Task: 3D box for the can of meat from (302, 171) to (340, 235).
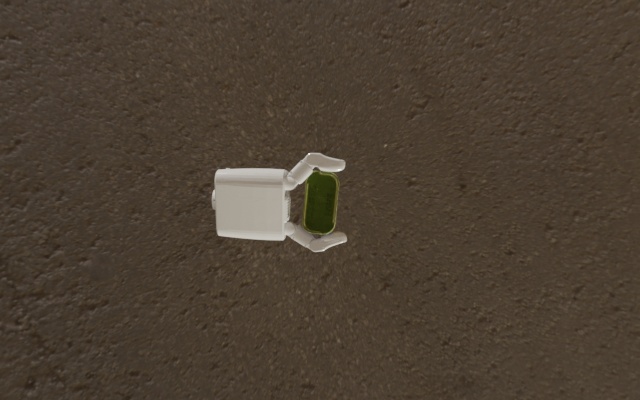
[{"bbox_3d":[0.000,0.003,0.762,0.057,0.102,0.084,5,2,0],"label":"can of meat"}]
